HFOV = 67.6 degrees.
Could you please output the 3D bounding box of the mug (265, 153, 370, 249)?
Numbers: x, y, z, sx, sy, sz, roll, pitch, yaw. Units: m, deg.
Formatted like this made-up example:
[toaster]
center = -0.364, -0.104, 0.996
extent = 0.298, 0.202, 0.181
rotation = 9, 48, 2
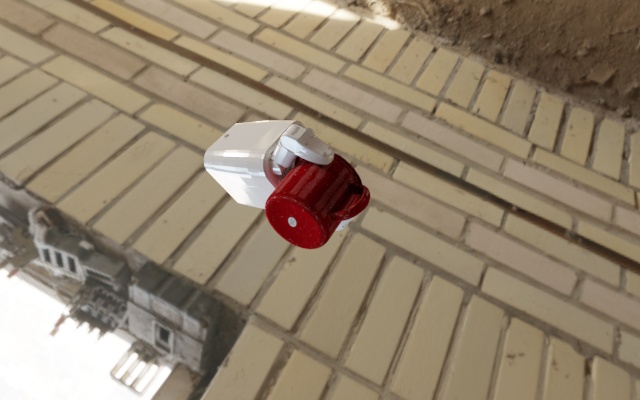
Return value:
[mug]
center = 0.001, 0.002, 0.536
extent = 0.117, 0.093, 0.081
rotation = 5, 42, 34
